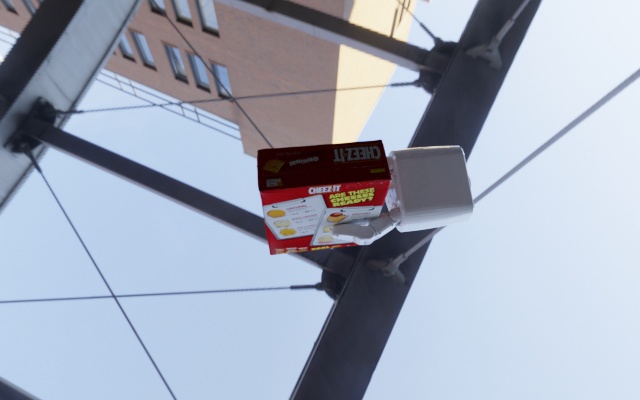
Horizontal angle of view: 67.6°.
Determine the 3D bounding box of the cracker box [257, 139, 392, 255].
[{"bbox_3d":[0.000,0.002,0.680,0.164,0.072,0.214,-6,-27,-5],"label":"cracker box"}]
